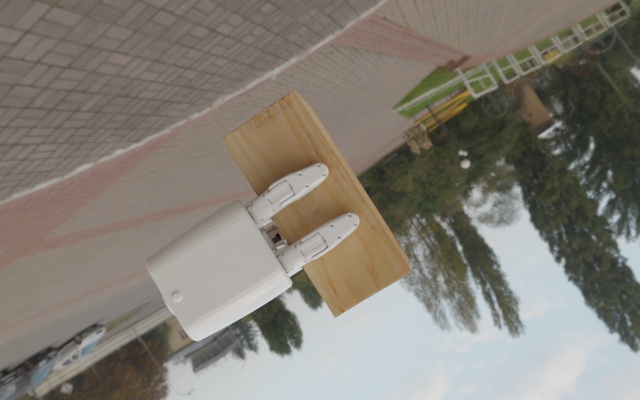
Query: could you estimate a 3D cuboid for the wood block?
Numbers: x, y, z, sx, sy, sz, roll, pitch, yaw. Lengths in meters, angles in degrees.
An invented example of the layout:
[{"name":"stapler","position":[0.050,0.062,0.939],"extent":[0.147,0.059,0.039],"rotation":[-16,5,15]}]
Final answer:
[{"name":"wood block","position":[0.000,0.002,0.500],"extent":[0.090,0.206,0.091],"rotation":[-33,-2,7]}]
